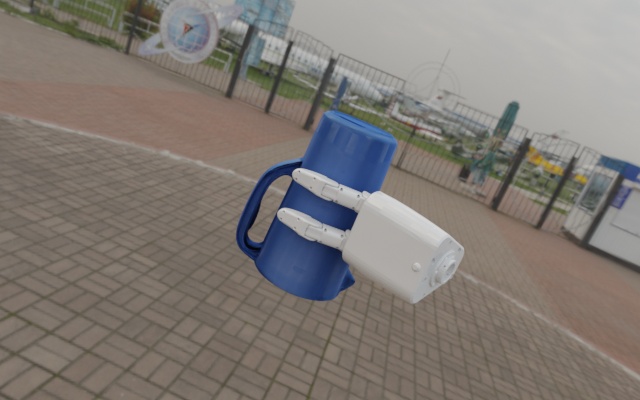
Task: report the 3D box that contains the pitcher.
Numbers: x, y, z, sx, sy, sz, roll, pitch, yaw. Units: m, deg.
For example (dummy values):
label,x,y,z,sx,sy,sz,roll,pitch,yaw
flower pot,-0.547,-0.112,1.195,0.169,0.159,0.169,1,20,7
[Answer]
label,x,y,z,sx,sy,sz,roll,pitch,yaw
pitcher,0.000,0.002,0.660,0.145,0.243,0.149,33,17,34
